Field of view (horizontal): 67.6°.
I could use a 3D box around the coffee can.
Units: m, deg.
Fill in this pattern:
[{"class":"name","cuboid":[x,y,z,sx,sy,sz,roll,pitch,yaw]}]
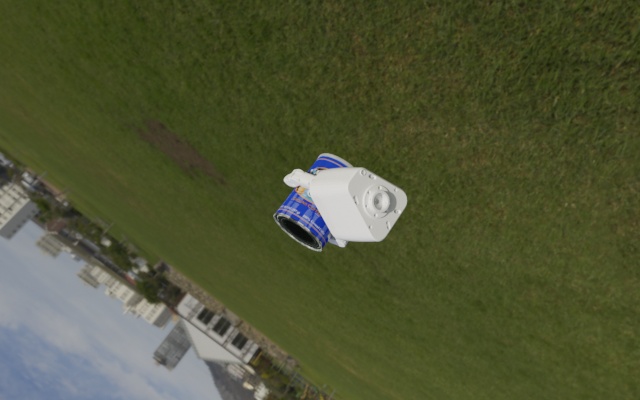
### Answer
[{"class":"coffee can","cuboid":[0.000,0.003,0.836,0.103,0.140,0.103,32,-19,13]}]
